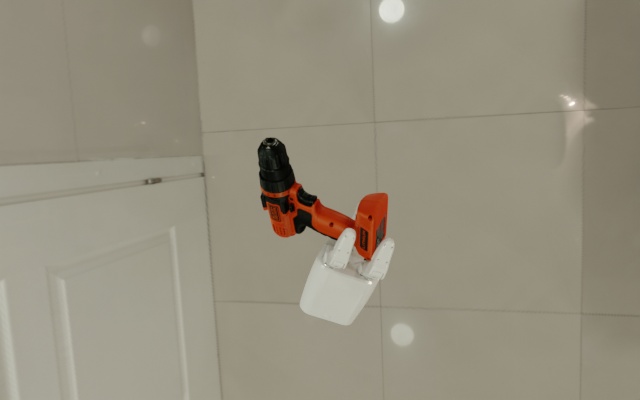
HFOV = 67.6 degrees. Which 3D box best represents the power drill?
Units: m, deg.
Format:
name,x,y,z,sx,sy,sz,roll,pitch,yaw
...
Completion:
name,x,y,z,sx,sy,sz,roll,pitch,yaw
power drill,0.001,0.003,0.676,0.187,0.057,0.185,19,-37,22
